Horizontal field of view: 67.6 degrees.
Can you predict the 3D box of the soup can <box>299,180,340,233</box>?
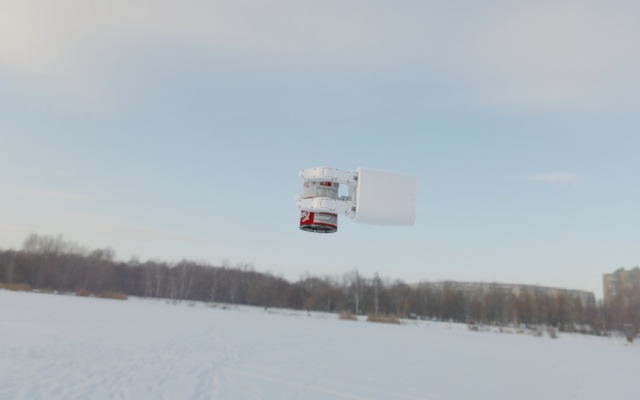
[{"bbox_3d":[0.000,0.002,0.854,0.068,0.102,0.068,4,-13,1],"label":"soup can"}]
